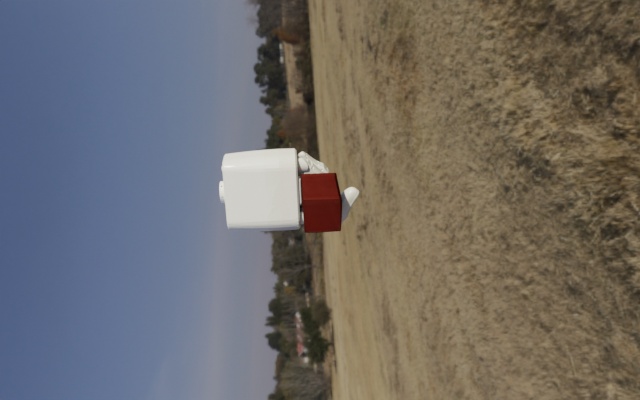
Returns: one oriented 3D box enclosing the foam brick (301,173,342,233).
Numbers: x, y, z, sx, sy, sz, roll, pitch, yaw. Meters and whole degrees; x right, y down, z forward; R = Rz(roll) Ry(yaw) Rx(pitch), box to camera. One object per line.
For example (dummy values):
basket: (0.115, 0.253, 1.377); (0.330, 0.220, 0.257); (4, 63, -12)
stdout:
foam brick: (0.000, 0.002, 0.660); (0.051, 0.053, 0.078); (-2, 30, -4)
